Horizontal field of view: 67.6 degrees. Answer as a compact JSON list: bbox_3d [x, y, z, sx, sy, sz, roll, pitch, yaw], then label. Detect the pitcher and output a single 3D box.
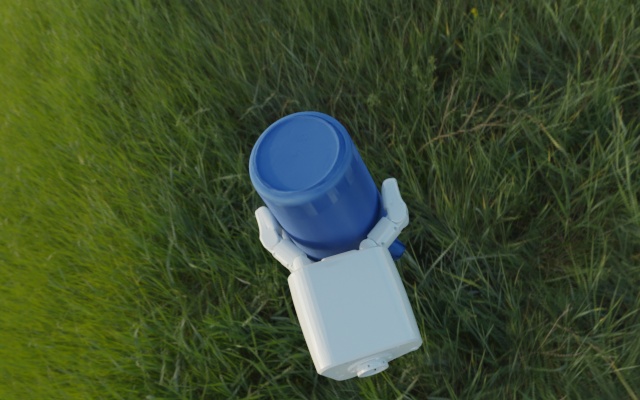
[{"bbox_3d":[0.000,0.002,0.573,0.149,0.145,0.243,-24,-30,5],"label":"pitcher"}]
